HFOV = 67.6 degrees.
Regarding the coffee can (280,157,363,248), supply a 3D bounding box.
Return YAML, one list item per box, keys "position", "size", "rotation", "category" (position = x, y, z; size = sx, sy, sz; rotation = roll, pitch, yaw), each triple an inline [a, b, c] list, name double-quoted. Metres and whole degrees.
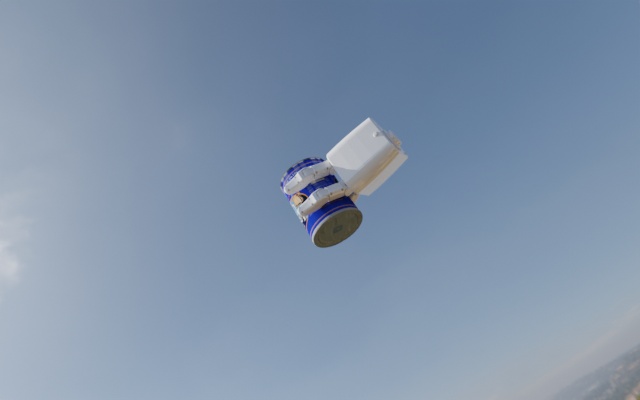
- position: [0.000, 0.003, 0.896]
  size: [0.103, 0.140, 0.103]
  rotation: [-23, -33, -16]
  category: "coffee can"
